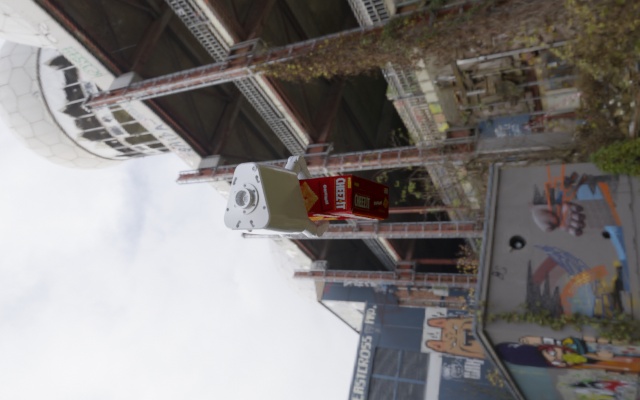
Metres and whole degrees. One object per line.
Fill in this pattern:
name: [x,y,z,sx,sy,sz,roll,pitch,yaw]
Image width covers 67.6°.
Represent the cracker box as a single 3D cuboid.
cracker box: [0.000,0.003,0.894,0.214,0.072,0.164,-3,-6,30]
